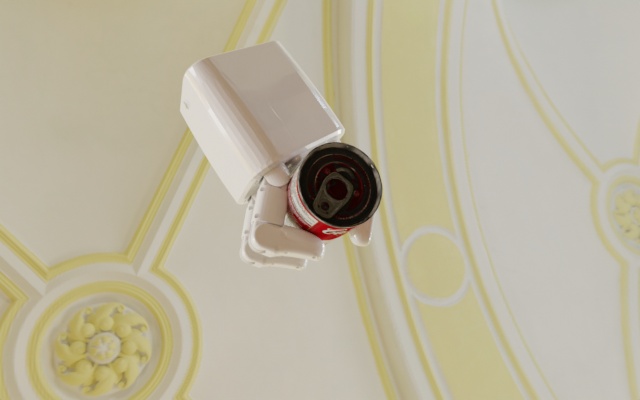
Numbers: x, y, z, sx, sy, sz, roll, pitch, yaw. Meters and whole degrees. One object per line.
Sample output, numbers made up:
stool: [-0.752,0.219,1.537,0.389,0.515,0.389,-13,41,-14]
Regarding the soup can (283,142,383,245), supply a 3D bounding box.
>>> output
soup can: [0.000,0.002,0.404,0.068,0.068,0.102,0,-16,-19]
